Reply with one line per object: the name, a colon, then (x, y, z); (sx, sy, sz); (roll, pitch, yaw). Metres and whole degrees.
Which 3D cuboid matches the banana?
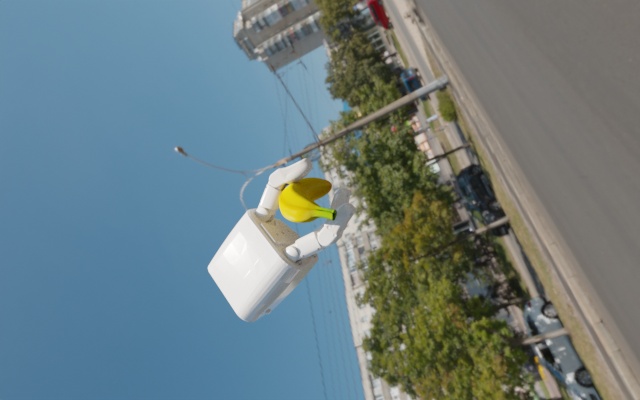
banana: (-0.018, -0.001, 0.622); (0.069, 0.037, 0.197); (13, 13, -3)
